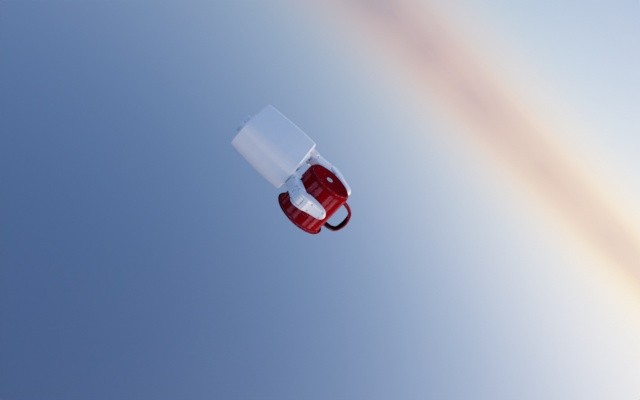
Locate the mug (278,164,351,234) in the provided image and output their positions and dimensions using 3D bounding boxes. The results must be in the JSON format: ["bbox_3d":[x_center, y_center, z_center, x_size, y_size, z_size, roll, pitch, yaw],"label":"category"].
[{"bbox_3d":[0.001,0.003,0.786,0.117,0.081,0.093,41,21,-9],"label":"mug"}]
